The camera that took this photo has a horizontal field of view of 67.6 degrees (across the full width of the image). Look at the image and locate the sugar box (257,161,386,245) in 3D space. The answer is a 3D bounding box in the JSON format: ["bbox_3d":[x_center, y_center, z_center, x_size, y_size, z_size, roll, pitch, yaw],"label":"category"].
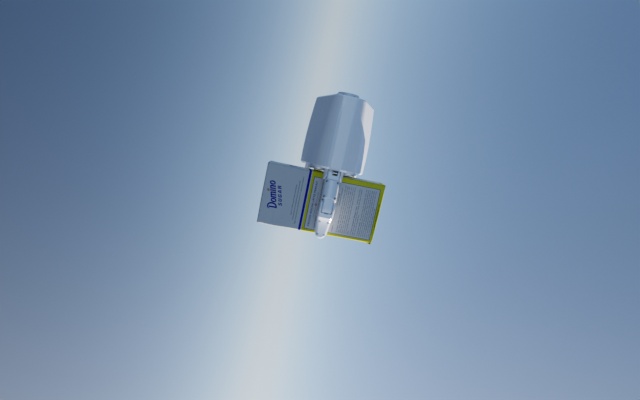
[{"bbox_3d":[0.000,0.002,0.716,0.176,0.093,0.048,12,8,-3],"label":"sugar box"}]
